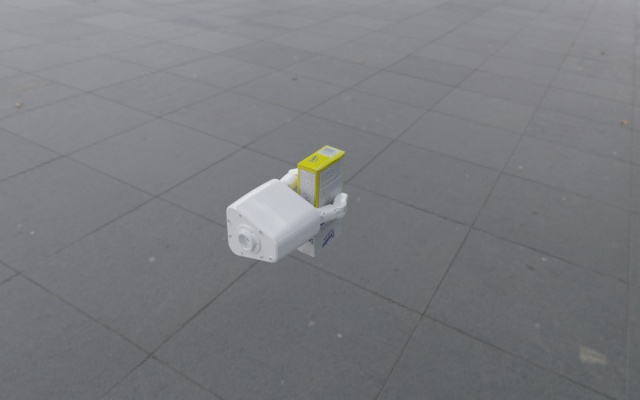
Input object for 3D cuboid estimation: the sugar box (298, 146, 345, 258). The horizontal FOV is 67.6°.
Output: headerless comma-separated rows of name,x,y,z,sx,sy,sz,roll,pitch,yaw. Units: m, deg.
sugar box,0.000,0.003,0.837,0.048,0.176,0.093,22,36,26
